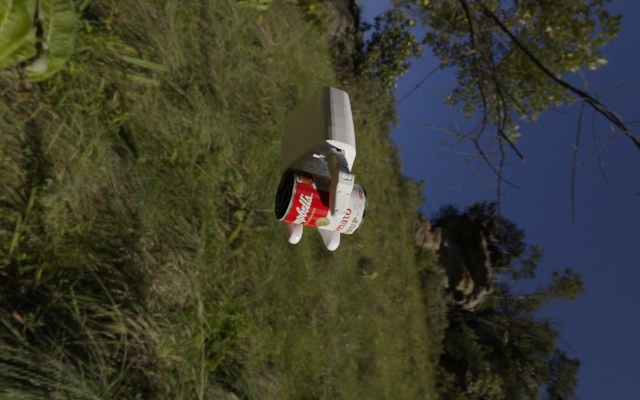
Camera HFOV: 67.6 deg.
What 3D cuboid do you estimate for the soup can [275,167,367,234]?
[{"bbox_3d":[0.000,0.002,0.615,0.102,0.068,0.068,13,-5,-21],"label":"soup can"}]
